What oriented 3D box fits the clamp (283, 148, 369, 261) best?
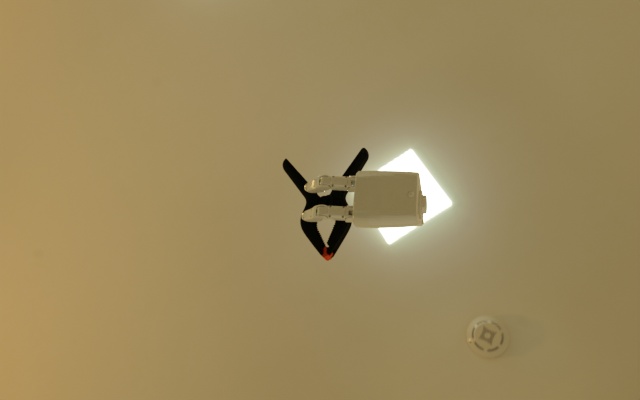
[{"bbox_3d":[0.001,0.004,0.864,0.164,0.210,0.036,0,-21,17],"label":"clamp"}]
